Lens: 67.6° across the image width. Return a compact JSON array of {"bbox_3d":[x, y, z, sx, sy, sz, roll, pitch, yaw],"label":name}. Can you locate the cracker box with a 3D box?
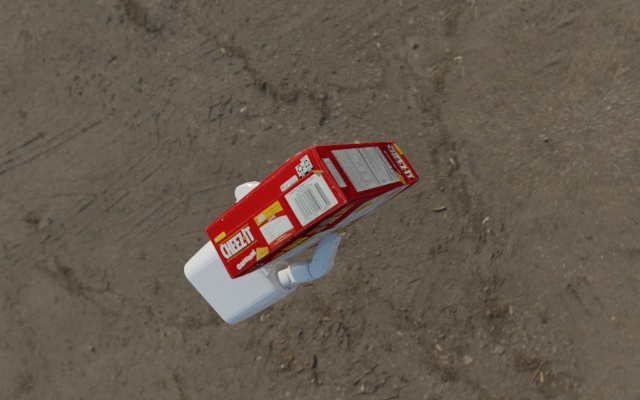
[{"bbox_3d":[0.000,0.002,0.552,0.164,0.072,0.213,-35,-10,29],"label":"cracker box"}]
